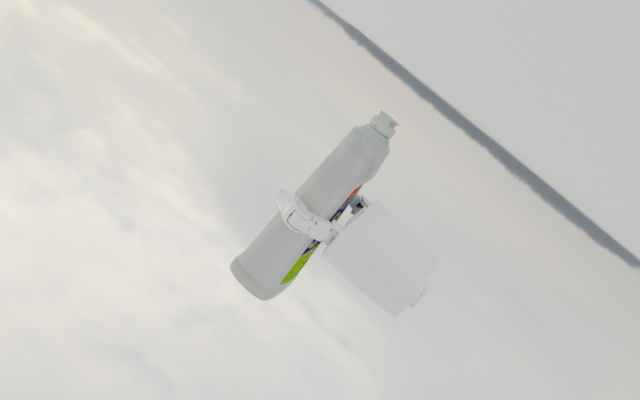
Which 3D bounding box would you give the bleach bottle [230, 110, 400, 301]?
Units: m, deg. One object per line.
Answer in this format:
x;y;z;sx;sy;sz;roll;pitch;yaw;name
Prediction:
0.000;0.002;0.562;0.068;0.251;0.102;42;18;11;bleach bottle
